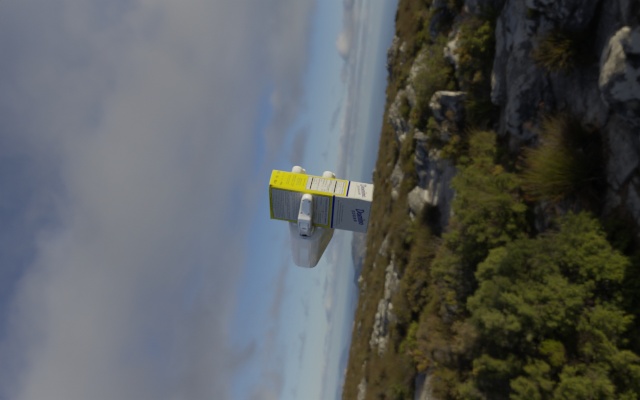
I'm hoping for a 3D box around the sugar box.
[{"bbox_3d":[0.000,0.002,0.832,0.176,0.048,0.093,7,-40,3],"label":"sugar box"}]
